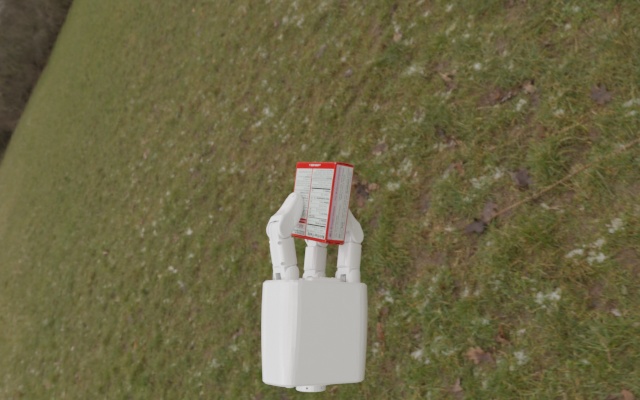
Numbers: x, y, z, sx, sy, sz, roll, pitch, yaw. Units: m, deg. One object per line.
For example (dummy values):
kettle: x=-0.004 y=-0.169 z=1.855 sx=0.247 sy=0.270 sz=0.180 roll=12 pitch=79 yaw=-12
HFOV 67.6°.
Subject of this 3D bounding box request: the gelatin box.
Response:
gelatin box: x=0.000 y=0.001 z=0.537 sx=0.030 sy=0.089 sz=0.073 roll=7 pitch=-1 yaw=-37
